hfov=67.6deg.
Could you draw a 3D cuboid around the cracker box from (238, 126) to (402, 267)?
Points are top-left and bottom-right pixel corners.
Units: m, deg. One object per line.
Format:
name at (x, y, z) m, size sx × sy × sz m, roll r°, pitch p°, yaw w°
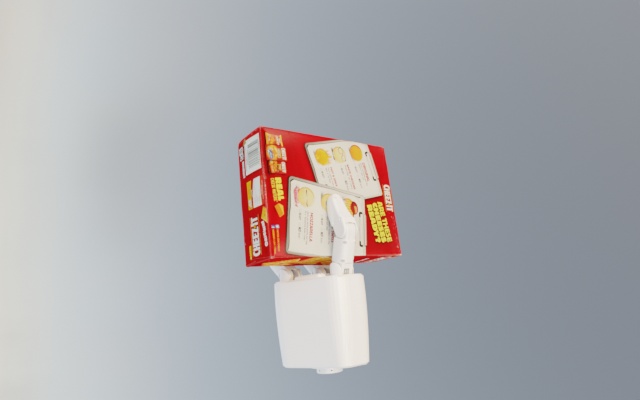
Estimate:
cracker box at (0.000, 0.002, 0.639) m, size 0.214 × 0.164 × 0.072 m, roll 4°, pitch -17°, yaw -38°
